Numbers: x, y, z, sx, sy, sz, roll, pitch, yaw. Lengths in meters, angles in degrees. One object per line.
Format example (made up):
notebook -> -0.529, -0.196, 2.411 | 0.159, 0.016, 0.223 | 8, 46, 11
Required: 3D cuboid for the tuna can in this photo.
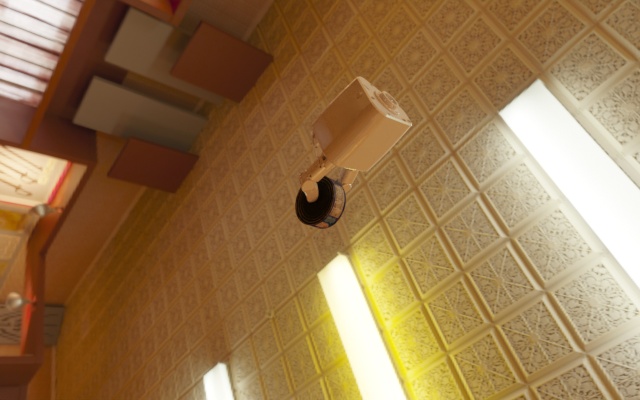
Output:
tuna can -> 0.000, 0.003, 0.784 | 0.086, 0.086, 0.034 | 0, -15, 44
